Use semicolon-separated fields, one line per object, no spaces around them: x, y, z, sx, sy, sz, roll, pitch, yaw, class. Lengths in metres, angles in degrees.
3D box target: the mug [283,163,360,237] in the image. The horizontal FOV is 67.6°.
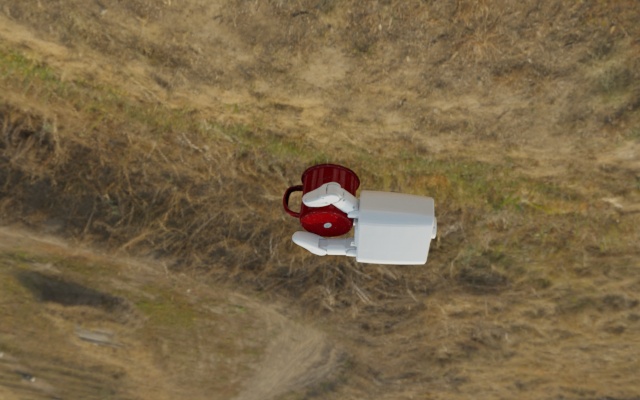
-0.001;0.002;0.731;0.117;0.081;0.093;3;-32;5;mug
